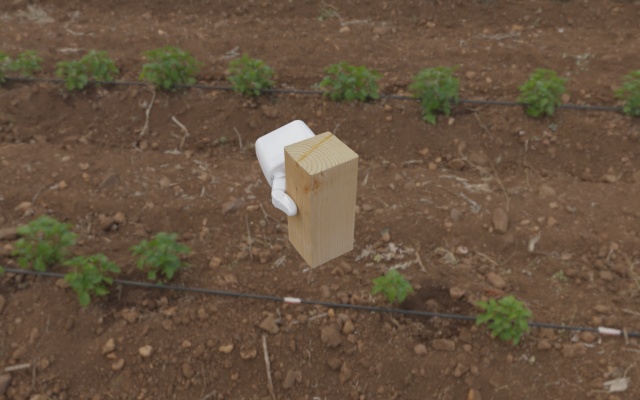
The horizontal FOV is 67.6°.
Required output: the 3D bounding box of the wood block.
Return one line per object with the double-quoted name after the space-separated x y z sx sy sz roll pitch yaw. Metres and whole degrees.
0.000 0.002 0.812 0.091 0.206 0.090 -22 45 -23 "wood block"
